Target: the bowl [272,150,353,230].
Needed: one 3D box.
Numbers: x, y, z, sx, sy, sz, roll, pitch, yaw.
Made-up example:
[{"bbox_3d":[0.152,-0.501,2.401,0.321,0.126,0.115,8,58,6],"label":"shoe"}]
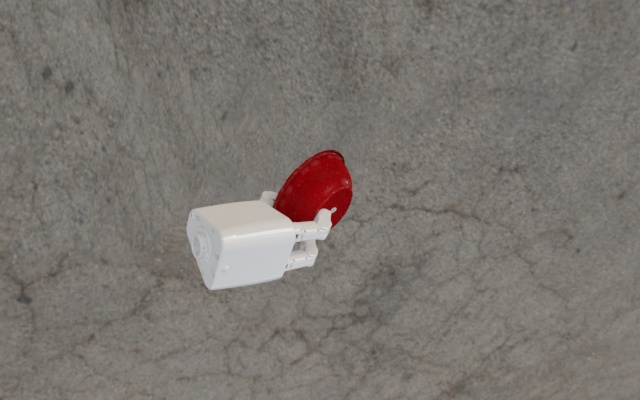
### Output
[{"bbox_3d":[0.001,0.002,0.754,0.055,0.162,0.162,39,19,26],"label":"bowl"}]
